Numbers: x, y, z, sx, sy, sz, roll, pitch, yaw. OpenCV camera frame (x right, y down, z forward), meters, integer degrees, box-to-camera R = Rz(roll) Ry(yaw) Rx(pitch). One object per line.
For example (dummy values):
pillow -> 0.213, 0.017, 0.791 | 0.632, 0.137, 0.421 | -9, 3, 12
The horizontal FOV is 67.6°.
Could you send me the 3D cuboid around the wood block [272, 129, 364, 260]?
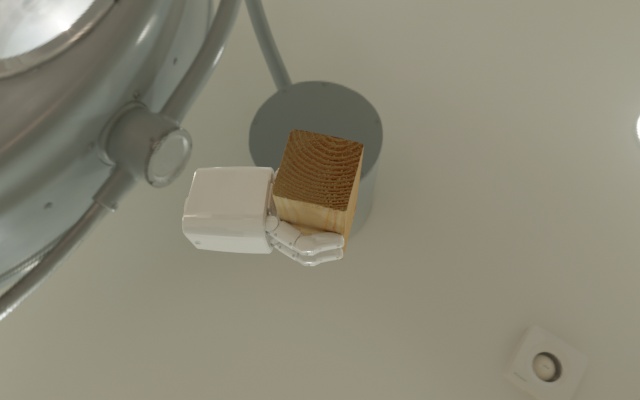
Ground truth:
wood block -> 0.000, 0.002, 0.639 | 0.090, 0.090, 0.206 | 13, -21, 6
